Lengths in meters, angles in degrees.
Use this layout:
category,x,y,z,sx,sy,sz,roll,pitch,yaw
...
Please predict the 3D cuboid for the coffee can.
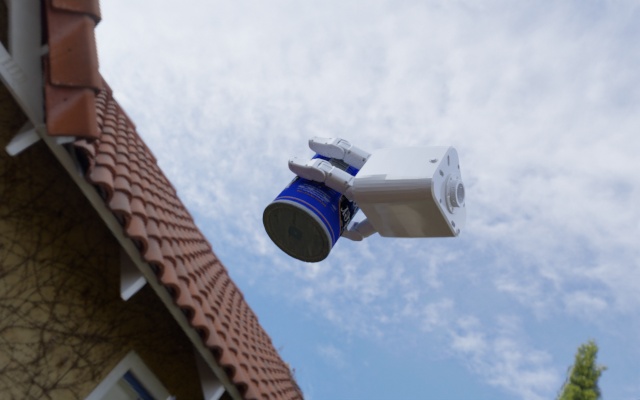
category,x,y,z,sx,sy,sz,roll,pitch,yaw
coffee can,0.000,0.002,0.663,0.103,0.103,0.140,0,37,36
